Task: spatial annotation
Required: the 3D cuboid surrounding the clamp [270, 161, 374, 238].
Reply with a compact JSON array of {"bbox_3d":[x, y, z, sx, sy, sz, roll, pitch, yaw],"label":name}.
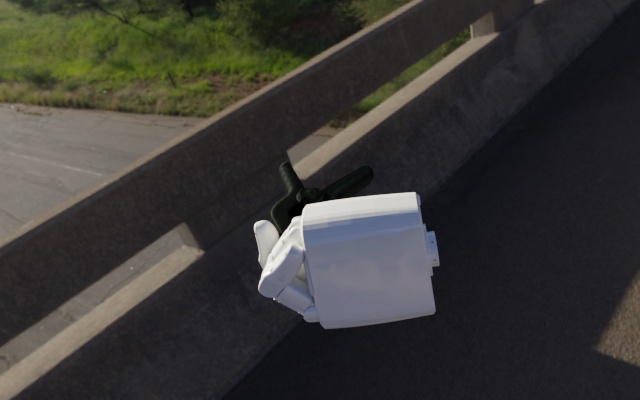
[{"bbox_3d":[0.000,0.001,0.543,0.120,0.039,0.171,-6,35,10],"label":"clamp"}]
